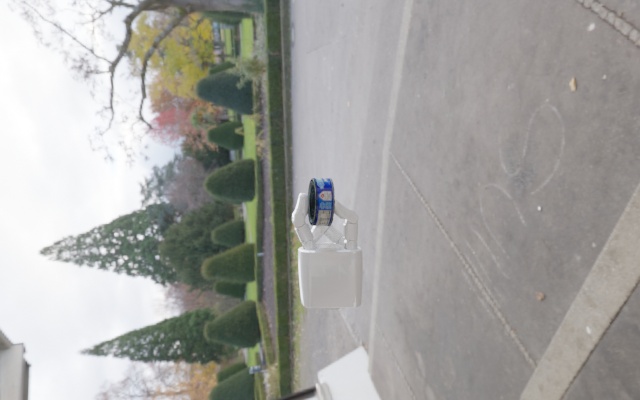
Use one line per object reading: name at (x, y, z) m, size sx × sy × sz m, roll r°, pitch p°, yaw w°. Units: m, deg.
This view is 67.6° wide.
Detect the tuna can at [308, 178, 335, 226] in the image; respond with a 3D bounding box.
tuna can at (0.000, 0.003, 0.841) m, size 0.034 × 0.086 × 0.086 m, roll 1°, pitch 0°, yaw -11°
